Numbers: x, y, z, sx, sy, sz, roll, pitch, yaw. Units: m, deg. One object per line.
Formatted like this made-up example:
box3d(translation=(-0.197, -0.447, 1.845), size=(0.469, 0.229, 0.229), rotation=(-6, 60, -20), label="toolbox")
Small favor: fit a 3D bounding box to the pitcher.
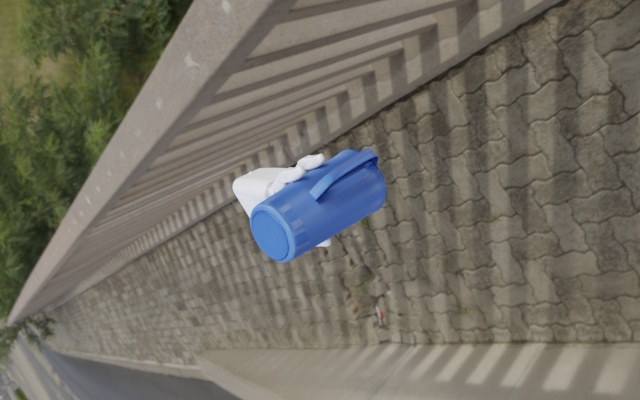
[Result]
box3d(translation=(0.000, 0.003, 0.844), size=(0.145, 0.149, 0.242), rotation=(9, 30, 43), label="pitcher")
